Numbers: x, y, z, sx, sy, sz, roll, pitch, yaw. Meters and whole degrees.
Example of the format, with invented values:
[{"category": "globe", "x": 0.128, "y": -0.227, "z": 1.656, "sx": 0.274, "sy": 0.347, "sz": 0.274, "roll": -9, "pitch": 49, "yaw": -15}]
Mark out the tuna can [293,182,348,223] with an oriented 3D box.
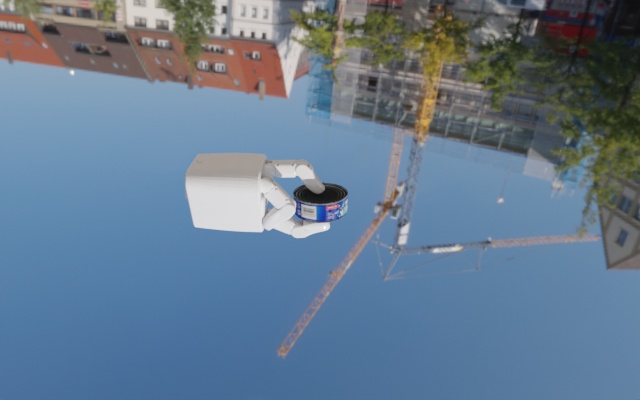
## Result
[{"category": "tuna can", "x": 0.000, "y": 0.003, "z": 0.750, "sx": 0.086, "sy": 0.034, "sz": 0.086, "roll": 0, "pitch": 24, "yaw": 0}]
